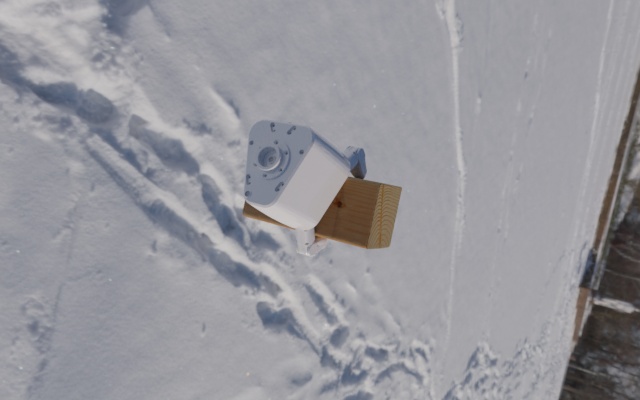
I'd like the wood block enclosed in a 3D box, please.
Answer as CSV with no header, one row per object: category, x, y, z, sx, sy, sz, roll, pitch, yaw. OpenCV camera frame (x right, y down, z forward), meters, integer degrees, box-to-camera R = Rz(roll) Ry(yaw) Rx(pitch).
wood block,0.000,0.003,0.699,0.206,0.091,0.090,13,4,28
